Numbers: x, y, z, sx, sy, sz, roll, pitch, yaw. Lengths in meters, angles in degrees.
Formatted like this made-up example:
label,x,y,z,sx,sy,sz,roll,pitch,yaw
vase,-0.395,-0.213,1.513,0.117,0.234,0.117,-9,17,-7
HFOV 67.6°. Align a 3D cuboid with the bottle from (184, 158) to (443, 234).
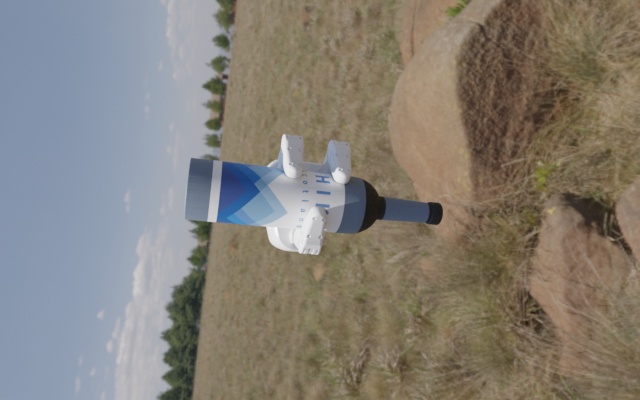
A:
label,x,y,z,sx,sy,sz,roll,pitch,yaw
bottle,0.000,0.002,0.544,0.296,0.069,0.069,6,-1,-14
